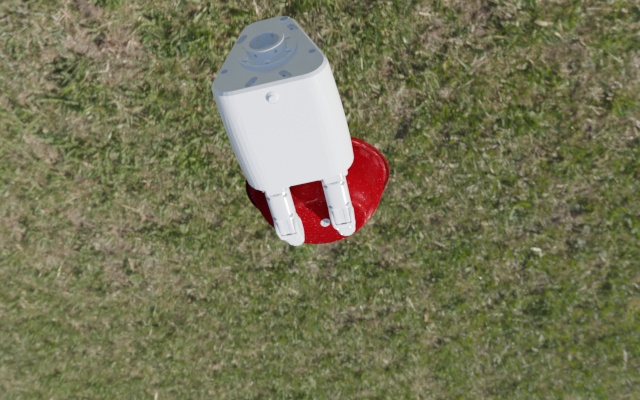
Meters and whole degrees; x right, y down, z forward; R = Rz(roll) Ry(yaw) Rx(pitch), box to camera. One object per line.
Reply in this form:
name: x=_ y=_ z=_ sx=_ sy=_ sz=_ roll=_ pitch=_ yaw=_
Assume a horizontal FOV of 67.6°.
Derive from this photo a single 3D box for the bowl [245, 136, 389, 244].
bowl: x=0.001 y=0.003 z=0.522 sx=0.162 sy=0.055 sz=0.162 roll=-6 pitch=-34 yaw=-4
